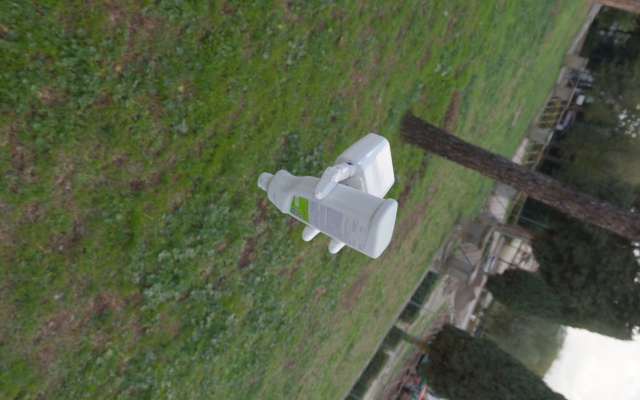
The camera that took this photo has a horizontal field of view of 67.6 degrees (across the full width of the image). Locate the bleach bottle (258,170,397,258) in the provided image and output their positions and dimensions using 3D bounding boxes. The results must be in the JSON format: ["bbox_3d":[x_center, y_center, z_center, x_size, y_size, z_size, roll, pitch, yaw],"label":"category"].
[{"bbox_3d":[0.000,0.003,0.805,0.251,0.103,0.068,24,44,24],"label":"bleach bottle"}]
